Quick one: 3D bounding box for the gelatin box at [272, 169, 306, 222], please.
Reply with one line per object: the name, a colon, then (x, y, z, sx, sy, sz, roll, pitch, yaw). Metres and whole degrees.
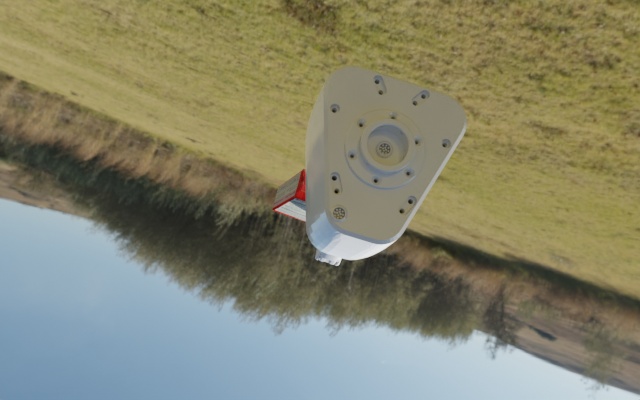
gelatin box: (0.000, 0.002, 0.466, 0.073, 0.030, 0.089, 19, -16, -15)
